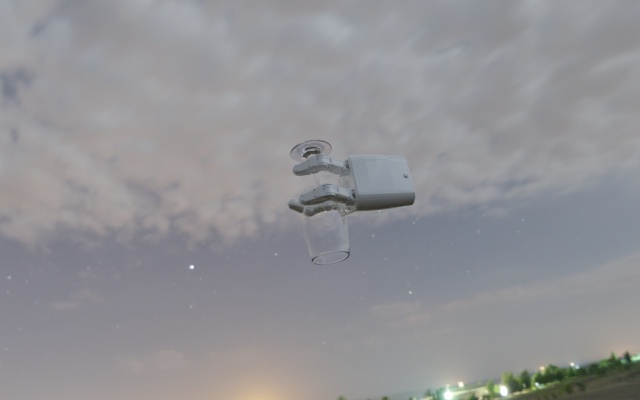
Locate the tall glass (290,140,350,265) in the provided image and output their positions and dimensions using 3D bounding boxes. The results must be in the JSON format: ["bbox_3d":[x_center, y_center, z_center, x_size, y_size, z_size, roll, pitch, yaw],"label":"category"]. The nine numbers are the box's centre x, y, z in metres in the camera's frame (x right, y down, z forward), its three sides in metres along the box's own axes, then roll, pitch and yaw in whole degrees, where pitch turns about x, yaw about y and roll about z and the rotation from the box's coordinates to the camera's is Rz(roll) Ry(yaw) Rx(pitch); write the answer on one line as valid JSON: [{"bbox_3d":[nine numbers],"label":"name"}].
[{"bbox_3d":[0.000,0.002,0.798,0.079,0.201,0.079,-8,-24,-4],"label":"tall glass"}]
